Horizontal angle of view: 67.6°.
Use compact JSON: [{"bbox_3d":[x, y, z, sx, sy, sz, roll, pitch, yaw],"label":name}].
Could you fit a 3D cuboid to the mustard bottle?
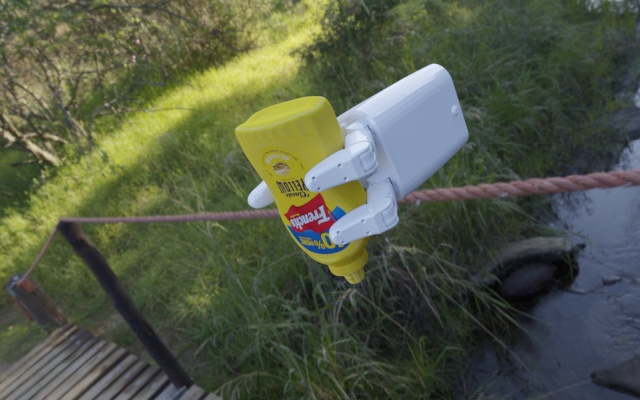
[{"bbox_3d":[0.000,0.001,0.452,0.096,0.192,0.058,-5,32,38],"label":"mustard bottle"}]
